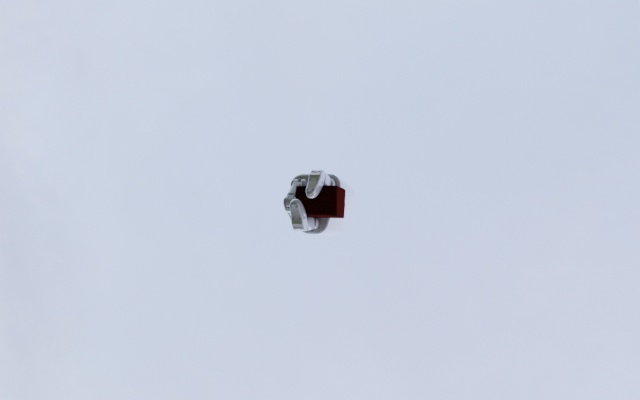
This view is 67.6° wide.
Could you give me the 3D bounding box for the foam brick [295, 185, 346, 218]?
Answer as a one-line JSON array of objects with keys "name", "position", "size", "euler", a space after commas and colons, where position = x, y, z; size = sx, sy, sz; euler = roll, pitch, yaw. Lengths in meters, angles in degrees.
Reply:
[{"name": "foam brick", "position": [0.000, 0.003, 0.832], "size": [0.078, 0.053, 0.051], "euler": [1, -7, 21]}]
